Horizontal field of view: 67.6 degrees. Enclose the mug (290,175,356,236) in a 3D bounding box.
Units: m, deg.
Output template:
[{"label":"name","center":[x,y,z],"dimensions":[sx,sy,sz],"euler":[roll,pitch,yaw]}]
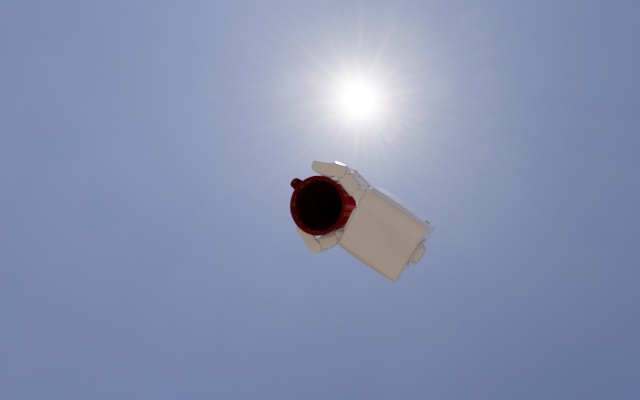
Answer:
[{"label":"mug","center":[-0.001,0.002,0.776],"dimensions":[0.117,0.093,0.081],"euler":[36,11,19]}]
